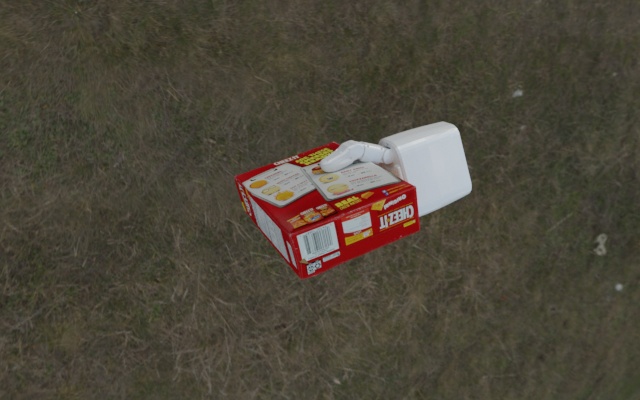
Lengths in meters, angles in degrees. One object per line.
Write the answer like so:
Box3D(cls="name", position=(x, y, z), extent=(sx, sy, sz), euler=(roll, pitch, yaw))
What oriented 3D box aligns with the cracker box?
Box3D(cls="cracker box", position=(0.000, 0.002, 0.625), extent=(0.164, 0.072, 0.213), euler=(-21, 27, -18))
